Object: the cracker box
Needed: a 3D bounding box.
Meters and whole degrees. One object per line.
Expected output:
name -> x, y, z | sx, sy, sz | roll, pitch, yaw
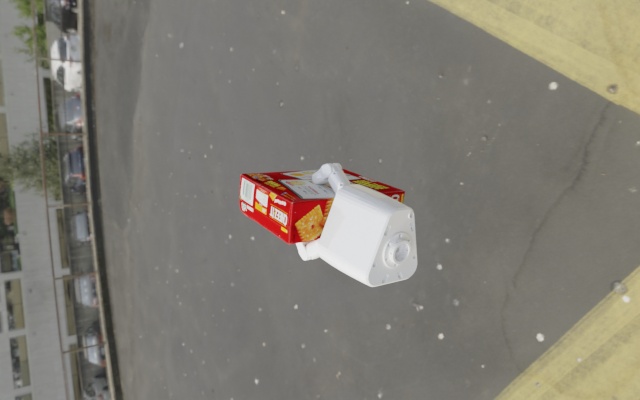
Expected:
cracker box -> 0.000, 0.002, 0.769 | 0.213, 0.072, 0.164 | -5, 19, -35
